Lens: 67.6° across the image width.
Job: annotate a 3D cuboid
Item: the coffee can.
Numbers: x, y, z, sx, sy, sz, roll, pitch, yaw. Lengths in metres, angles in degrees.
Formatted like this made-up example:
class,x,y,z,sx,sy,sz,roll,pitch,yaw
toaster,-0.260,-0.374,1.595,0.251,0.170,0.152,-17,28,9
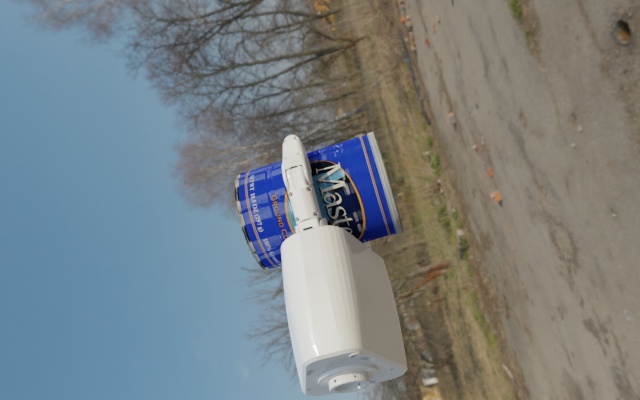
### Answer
class,x,y,z,sx,sy,sz,roll,pitch,yaw
coffee can,0.000,0.001,0.474,0.140,0.103,0.103,-16,-2,7
